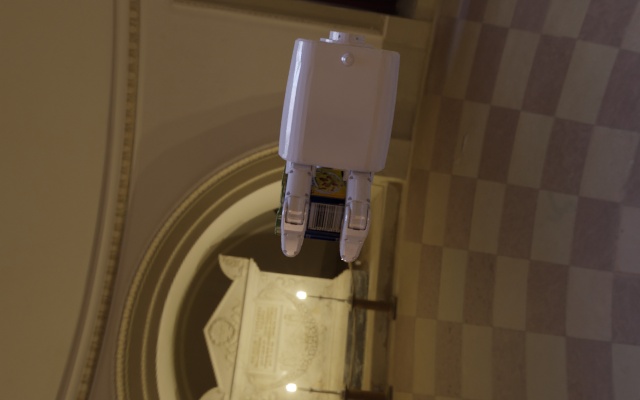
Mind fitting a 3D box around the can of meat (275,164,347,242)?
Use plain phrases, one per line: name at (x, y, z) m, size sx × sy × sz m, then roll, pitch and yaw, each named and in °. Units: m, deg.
can of meat at (0.000, 0.002, 0.492) m, size 0.084 × 0.057 × 0.102 m, roll 7°, pitch 22°, yaw -3°
